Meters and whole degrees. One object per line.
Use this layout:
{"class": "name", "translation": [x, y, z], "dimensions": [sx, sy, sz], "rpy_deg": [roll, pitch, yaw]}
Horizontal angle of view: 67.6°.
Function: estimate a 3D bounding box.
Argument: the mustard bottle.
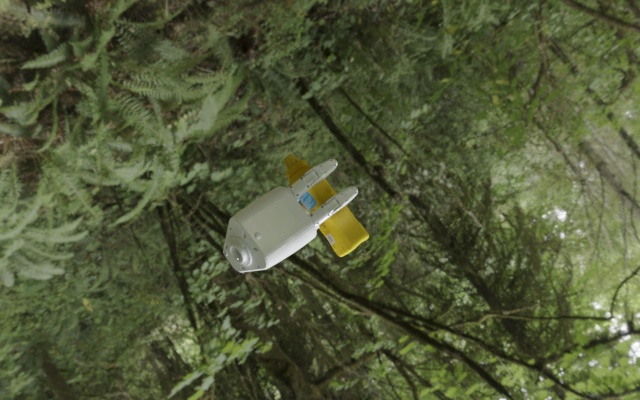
{"class": "mustard bottle", "translation": [0.001, 0.003, 0.807], "dimensions": [0.058, 0.191, 0.096], "rpy_deg": [-36, -4, -15]}
